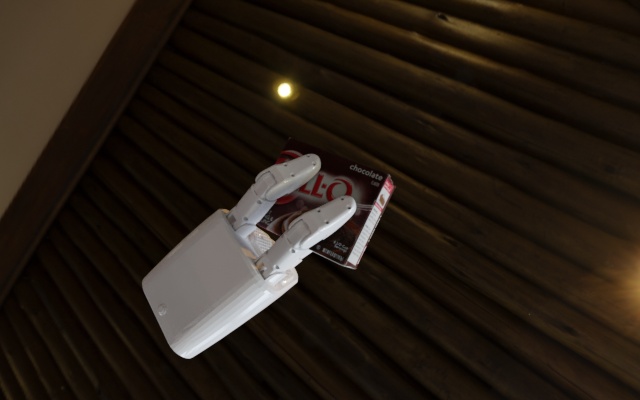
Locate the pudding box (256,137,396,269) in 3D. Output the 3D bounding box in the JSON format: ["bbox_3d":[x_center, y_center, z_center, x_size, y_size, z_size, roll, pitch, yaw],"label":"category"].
[{"bbox_3d":[0.000,0.002,0.446,0.113,0.090,0.039,23,-7,24],"label":"pudding box"}]
